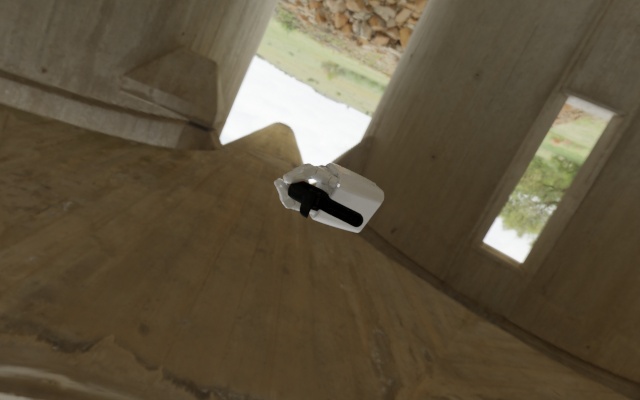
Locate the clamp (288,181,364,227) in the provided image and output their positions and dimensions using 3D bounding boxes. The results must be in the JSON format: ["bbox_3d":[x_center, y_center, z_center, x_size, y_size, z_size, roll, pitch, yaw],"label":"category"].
[{"bbox_3d":[0.000,0.003,0.847,0.120,0.039,0.171,20,14,-24],"label":"clamp"}]
